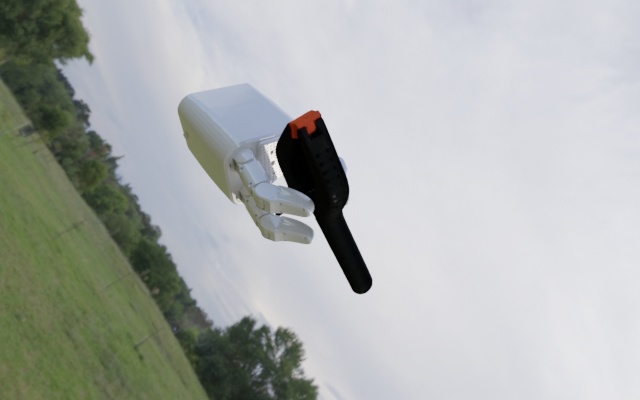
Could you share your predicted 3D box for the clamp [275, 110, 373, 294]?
[{"bbox_3d":[0.001,0.001,0.491,0.036,0.164,0.210,-35,-28,-23],"label":"clamp"}]
